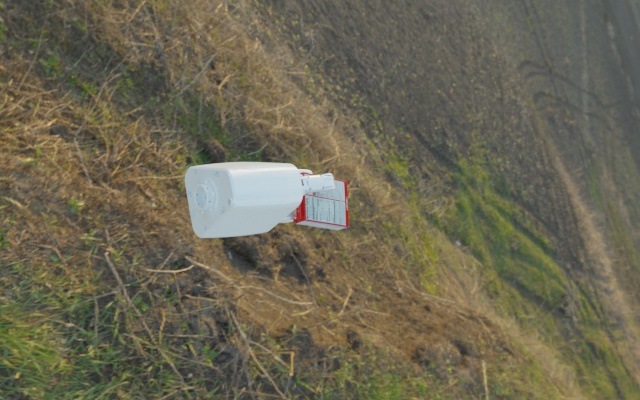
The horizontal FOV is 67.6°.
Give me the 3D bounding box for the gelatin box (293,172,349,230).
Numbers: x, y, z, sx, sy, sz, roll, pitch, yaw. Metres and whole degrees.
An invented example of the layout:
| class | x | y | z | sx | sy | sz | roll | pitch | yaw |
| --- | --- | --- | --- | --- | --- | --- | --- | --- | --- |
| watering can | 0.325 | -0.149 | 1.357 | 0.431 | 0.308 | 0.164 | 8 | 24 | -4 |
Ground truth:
| class | x | y | z | sx | sy | sz | roll | pitch | yaw |
| --- | --- | --- | --- | --- | --- | --- | --- | --- | --- |
| gelatin box | 0.001 | 0.002 | 0.710 | 0.089 | 0.073 | 0.030 | 10 | -20 | -37 |
